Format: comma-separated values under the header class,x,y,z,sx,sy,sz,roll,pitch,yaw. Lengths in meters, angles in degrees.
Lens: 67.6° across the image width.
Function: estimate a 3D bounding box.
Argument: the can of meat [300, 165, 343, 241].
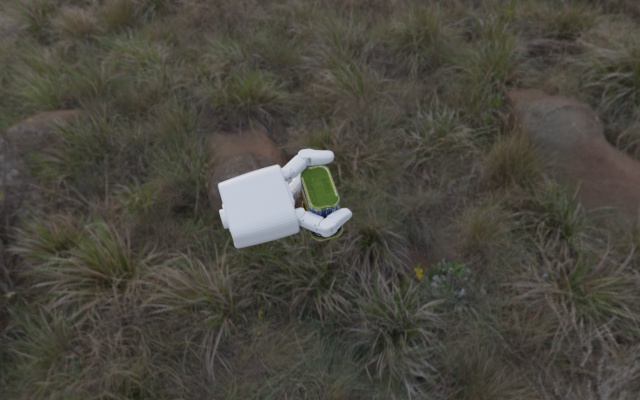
class,x,y,z,sx,sy,sz,roll,pitch,yaw
can of meat,0.000,0.003,0.812,0.057,0.102,0.084,-14,-40,-6
